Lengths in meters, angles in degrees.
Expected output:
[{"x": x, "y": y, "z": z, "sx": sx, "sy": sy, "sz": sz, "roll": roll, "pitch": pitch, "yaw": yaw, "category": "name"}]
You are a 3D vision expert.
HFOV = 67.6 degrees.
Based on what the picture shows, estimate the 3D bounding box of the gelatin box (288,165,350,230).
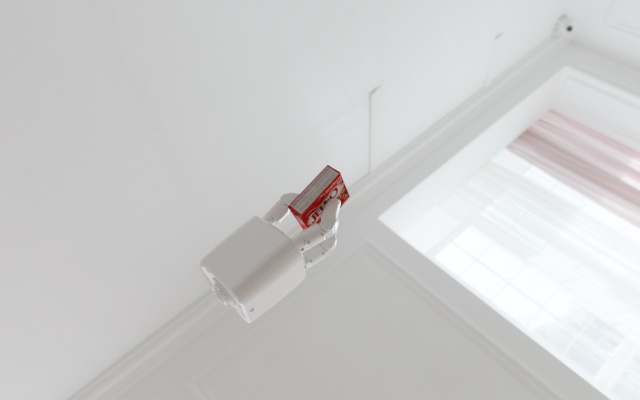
[{"x": 0.000, "y": 0.002, "z": 0.706, "sx": 0.030, "sy": 0.089, "sz": 0.073, "roll": 36, "pitch": -14, "yaw": 29, "category": "gelatin box"}]
